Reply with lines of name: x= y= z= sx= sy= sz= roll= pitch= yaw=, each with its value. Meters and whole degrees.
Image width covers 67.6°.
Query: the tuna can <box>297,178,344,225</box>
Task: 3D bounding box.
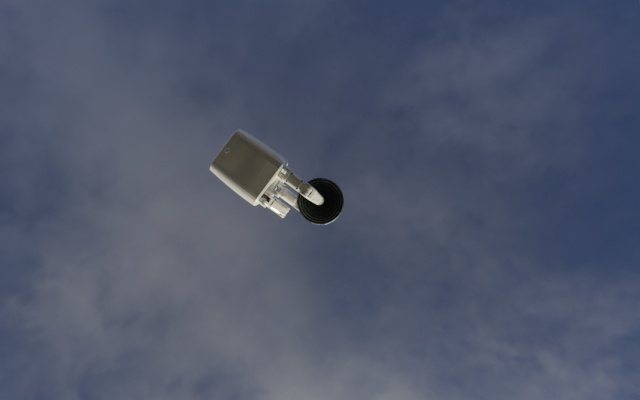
tuna can: x=0.000 y=0.003 z=0.888 sx=0.086 sy=0.086 sz=0.034 roll=0 pitch=-7 yaw=2
